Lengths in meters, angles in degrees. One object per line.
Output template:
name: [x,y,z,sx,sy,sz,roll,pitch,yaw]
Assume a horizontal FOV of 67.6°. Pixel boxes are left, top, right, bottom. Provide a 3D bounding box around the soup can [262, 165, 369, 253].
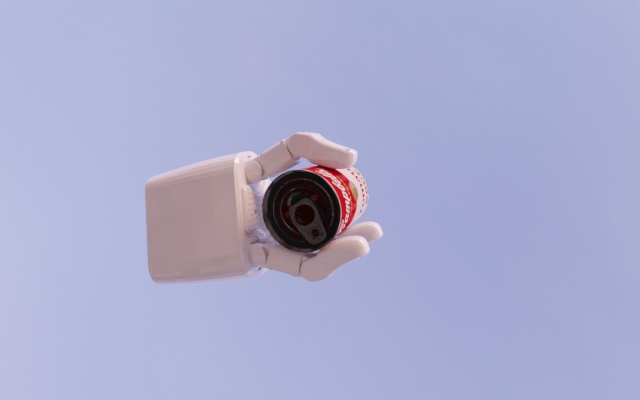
soup can: [0.001,0.001,0.427,0.068,0.068,0.102,0,9,19]
